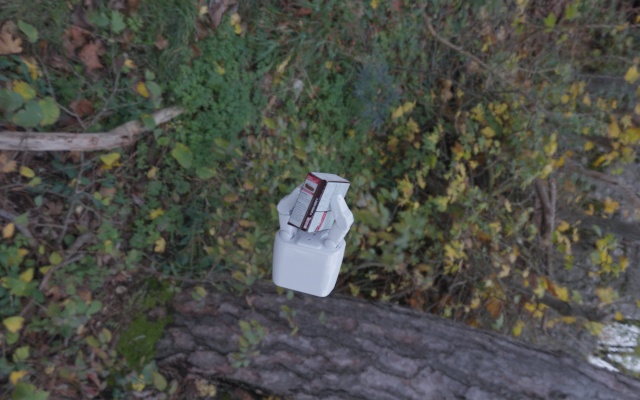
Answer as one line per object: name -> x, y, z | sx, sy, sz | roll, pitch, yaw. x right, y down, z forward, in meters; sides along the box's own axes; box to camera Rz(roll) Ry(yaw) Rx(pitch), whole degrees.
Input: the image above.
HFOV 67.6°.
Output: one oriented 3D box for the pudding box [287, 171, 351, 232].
pudding box -> 0.000, 0.003, 0.765 | 0.039, 0.090, 0.113 | 25, 10, 18
